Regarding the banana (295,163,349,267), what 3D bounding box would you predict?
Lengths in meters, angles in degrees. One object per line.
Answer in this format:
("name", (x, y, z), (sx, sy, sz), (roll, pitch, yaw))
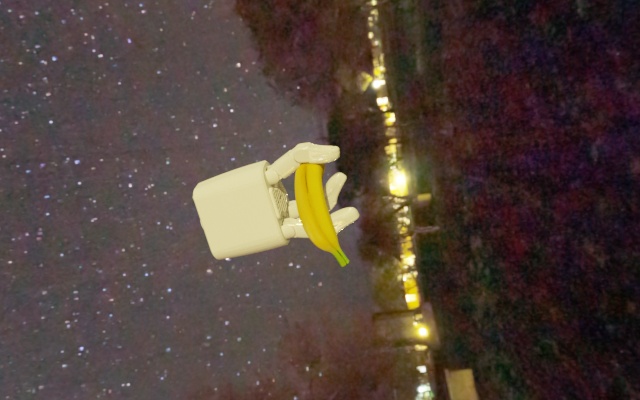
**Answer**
("banana", (-0.007, -0.006, 0.615), (0.037, 0.197, 0.070), (-23, -44, 13))
